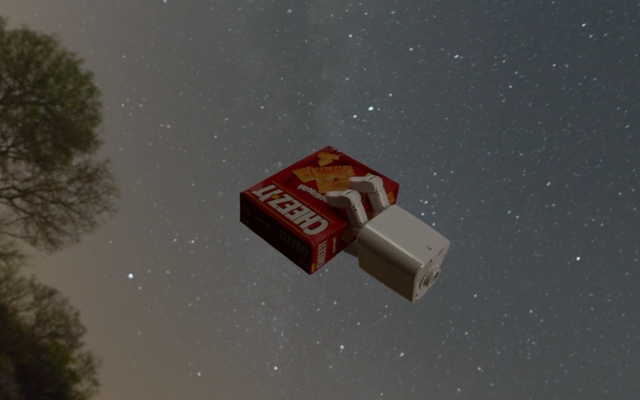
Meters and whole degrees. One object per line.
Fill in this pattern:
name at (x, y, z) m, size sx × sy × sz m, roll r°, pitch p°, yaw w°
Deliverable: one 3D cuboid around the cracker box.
cracker box at (0.000, 0.003, 0.785) m, size 0.164 × 0.072 × 0.213 m, roll 33°, pitch 46°, yaw 29°
